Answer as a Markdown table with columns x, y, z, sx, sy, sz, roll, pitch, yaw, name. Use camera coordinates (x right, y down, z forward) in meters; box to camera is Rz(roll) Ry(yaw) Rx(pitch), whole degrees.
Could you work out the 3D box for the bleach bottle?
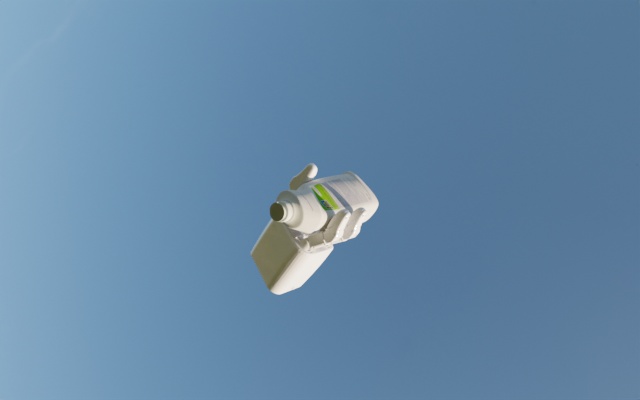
| x | y | z | sx | sy | sz | roll | pitch | yaw | name |
| --- | --- | --- | --- | --- | --- | --- | --- | --- | --- |
| 0.000 | 0.003 | 0.806 | 0.102 | 0.068 | 0.251 | 48 | 27 | 21 | bleach bottle |
